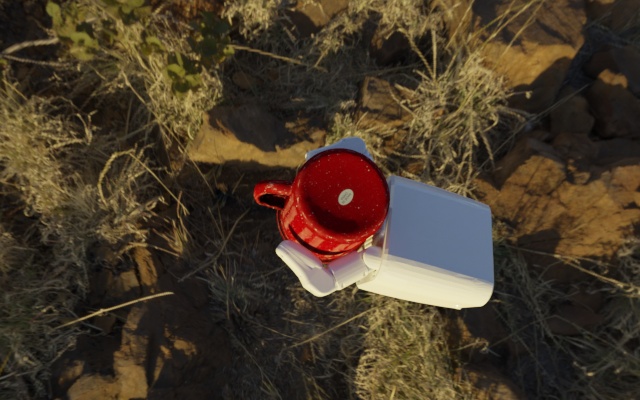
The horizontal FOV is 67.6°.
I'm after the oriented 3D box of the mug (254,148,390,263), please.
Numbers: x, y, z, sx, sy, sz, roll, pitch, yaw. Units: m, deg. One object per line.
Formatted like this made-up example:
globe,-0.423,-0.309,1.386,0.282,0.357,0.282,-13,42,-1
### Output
mug,-0.001,0.001,0.419,0.117,0.093,0.081,14,-17,-7
